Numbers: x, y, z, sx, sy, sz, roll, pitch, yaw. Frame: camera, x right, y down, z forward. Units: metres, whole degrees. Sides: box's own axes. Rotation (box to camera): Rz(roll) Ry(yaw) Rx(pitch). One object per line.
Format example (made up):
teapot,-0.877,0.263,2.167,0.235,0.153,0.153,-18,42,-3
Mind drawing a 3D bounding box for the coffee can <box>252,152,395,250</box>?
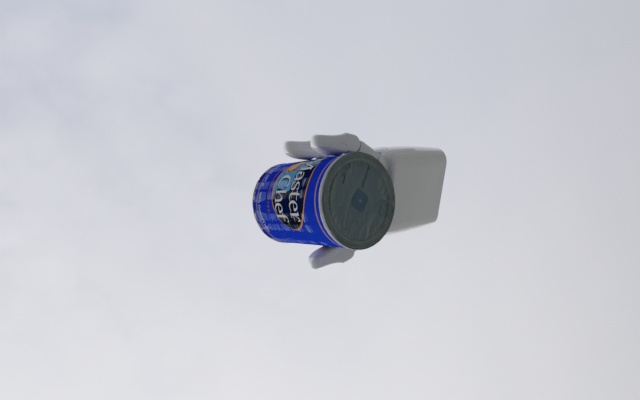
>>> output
coffee can,0.000,0.002,0.551,0.103,0.103,0.140,0,-1,-37
